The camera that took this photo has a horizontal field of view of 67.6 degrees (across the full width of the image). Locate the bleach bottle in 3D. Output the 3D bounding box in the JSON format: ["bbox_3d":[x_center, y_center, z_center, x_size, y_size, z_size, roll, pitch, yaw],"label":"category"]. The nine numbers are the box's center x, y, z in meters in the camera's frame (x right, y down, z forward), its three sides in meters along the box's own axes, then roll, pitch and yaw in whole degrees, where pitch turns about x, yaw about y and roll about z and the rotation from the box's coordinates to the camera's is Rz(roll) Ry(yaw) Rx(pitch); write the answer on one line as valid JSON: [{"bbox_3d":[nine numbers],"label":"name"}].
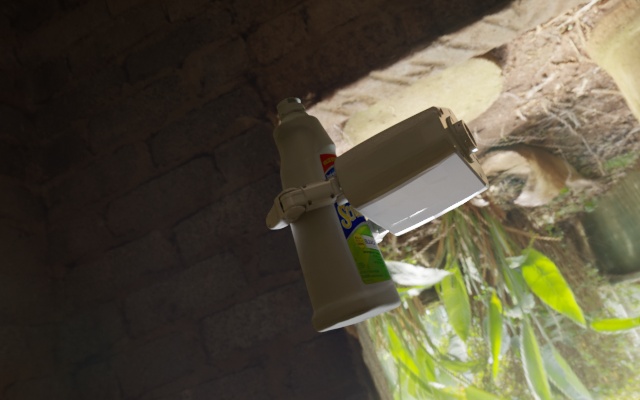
[{"bbox_3d":[0.000,0.002,0.498,0.068,0.250,0.102,-29,-20,26],"label":"bleach bottle"}]
